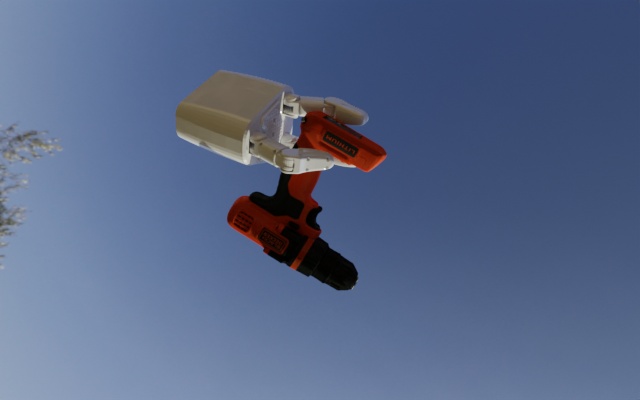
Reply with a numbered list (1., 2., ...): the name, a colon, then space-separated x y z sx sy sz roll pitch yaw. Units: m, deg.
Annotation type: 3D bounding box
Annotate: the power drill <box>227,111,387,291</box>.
1. power drill: 0.000 0.001 0.581 0.184 0.188 0.057 31 16 -2
